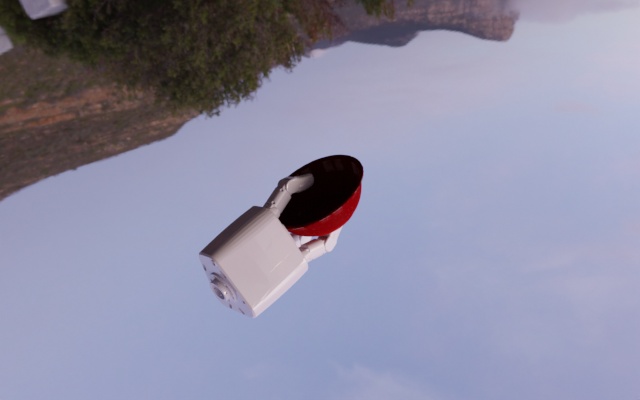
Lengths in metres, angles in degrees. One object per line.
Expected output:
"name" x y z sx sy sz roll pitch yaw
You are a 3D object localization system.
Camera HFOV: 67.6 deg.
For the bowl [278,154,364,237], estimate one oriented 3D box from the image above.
"bowl" 0.001 0.002 0.716 0.162 0.055 0.162 -22 34 16
